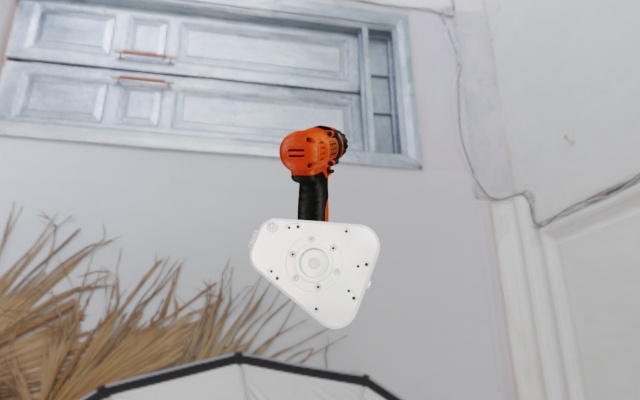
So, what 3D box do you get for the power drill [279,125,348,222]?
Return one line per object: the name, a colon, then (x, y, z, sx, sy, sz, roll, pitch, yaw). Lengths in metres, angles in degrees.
power drill: (0.000, 0.002, 0.590, 0.057, 0.188, 0.184, -1, 9, 17)
